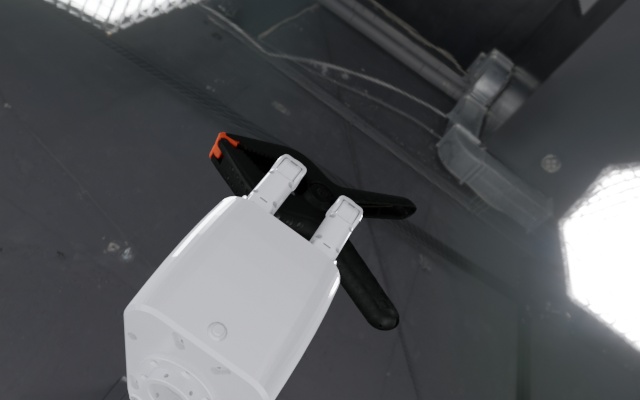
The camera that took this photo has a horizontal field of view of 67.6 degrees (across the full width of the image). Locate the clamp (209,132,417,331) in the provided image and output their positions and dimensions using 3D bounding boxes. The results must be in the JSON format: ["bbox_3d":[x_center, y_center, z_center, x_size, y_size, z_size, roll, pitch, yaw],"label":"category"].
[{"bbox_3d":[-0.001,0.002,0.434,0.210,0.036,0.164,36,37,-1],"label":"clamp"}]
